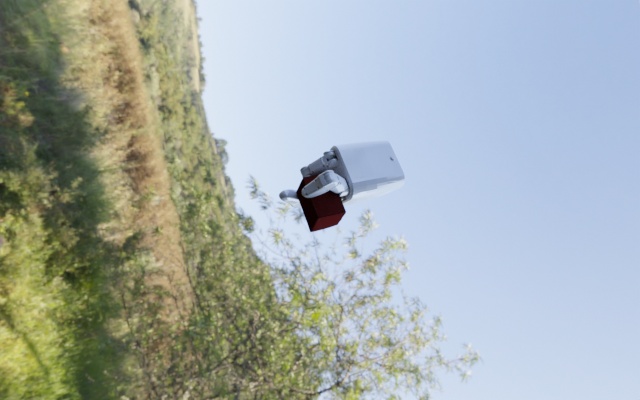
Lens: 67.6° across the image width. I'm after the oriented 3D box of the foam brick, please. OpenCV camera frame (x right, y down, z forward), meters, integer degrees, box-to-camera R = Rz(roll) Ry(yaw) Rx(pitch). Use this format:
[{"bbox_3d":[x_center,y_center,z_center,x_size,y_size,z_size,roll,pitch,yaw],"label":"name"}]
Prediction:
[{"bbox_3d":[0.000,0.003,0.779,0.051,0.078,0.053,-11,-24,-23],"label":"foam brick"}]
